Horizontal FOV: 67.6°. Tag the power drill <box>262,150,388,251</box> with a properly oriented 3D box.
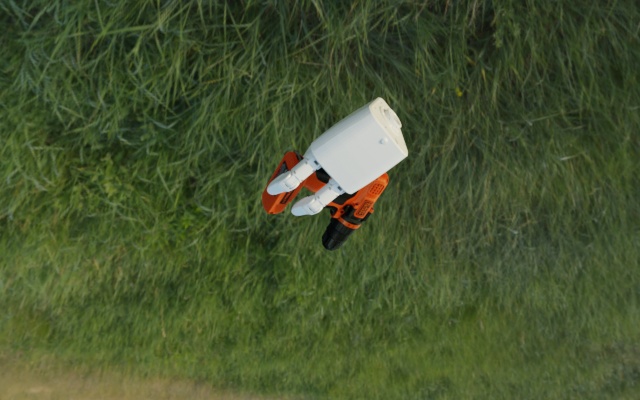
[{"bbox_3d":[0.000,0.002,0.807,0.188,0.184,0.057,14,31,-32],"label":"power drill"}]
